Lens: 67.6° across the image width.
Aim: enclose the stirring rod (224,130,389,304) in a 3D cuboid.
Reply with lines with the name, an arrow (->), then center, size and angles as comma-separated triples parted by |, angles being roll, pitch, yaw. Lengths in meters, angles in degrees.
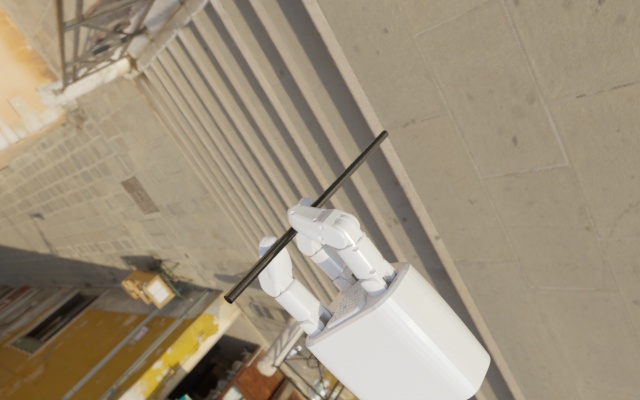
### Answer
stirring rod -> 0.000, 0.001, 0.411 | 0.011, 0.011, 0.239 | 0, 35, 42
